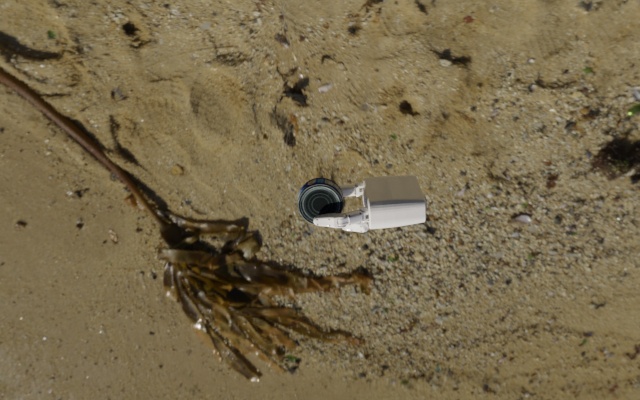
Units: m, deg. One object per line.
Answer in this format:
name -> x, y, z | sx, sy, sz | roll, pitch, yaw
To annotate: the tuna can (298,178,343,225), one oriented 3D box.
tuna can -> 0.000, 0.003, 0.888 | 0.086, 0.086, 0.033 | 0, 22, 2
